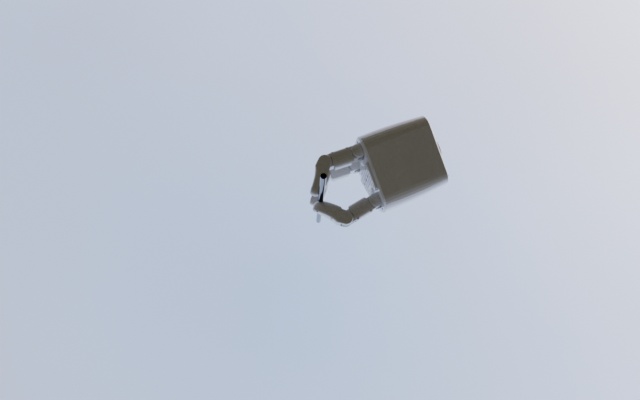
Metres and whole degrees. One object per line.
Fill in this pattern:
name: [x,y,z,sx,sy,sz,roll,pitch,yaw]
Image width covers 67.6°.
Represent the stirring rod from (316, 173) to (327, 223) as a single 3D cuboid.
stirring rod: [0.000,0.002,0.696,0.011,0.011,0.239,0,-15,-2]
